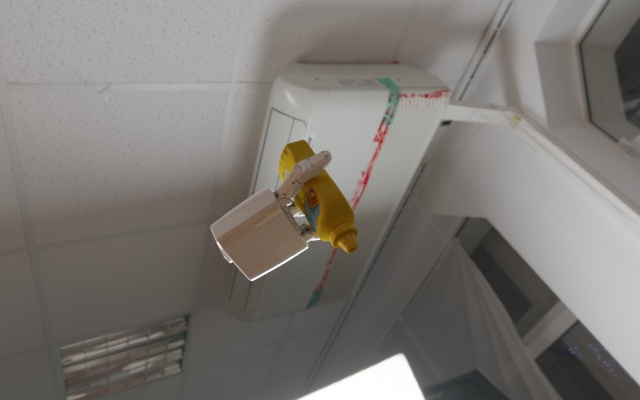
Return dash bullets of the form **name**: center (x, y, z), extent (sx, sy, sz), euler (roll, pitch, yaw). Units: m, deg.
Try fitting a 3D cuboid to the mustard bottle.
- **mustard bottle**: center (0.000, 0.002, 0.711), extent (0.058, 0.191, 0.096), euler (-17, -38, -22)
